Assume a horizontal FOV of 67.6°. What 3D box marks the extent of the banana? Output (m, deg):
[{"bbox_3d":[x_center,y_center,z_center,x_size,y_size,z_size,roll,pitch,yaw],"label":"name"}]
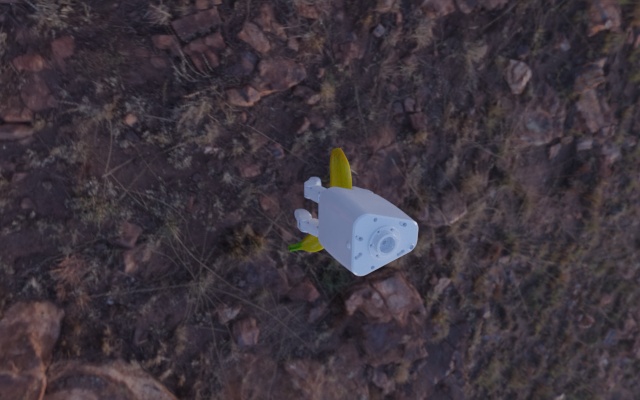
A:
[{"bbox_3d":[0.015,0.011,0.807,0.069,0.198,0.037,19,12,-23],"label":"banana"}]
